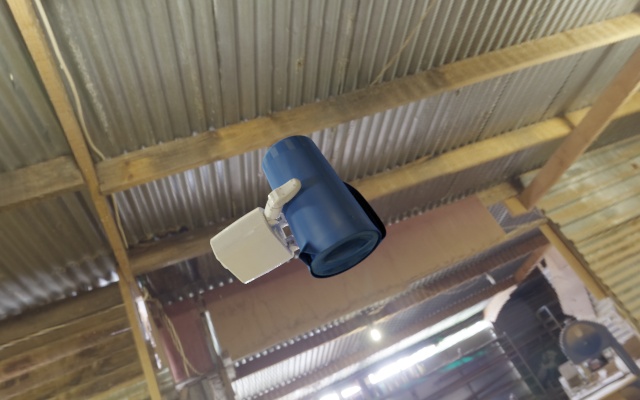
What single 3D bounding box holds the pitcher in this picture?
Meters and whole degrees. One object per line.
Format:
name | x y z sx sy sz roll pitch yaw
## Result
pitcher | 0.000 0.003 0.840 0.145 0.242 0.149 -33 -29 4
